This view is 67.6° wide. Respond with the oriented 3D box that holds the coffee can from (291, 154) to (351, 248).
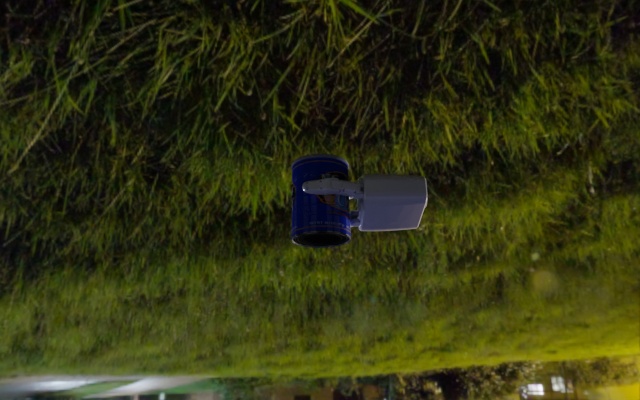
[{"bbox_3d":[0.000,0.003,0.835,0.103,0.140,0.103,-1,-19,0],"label":"coffee can"}]
